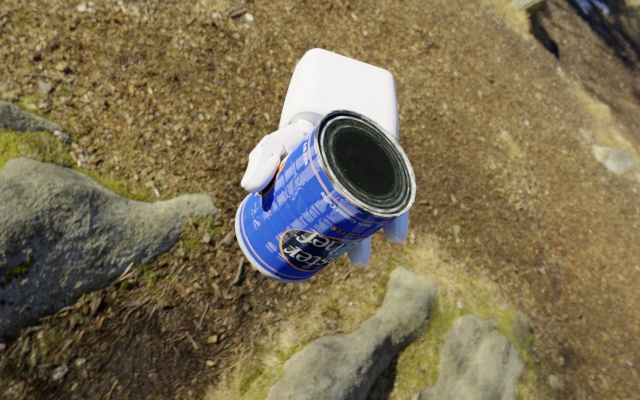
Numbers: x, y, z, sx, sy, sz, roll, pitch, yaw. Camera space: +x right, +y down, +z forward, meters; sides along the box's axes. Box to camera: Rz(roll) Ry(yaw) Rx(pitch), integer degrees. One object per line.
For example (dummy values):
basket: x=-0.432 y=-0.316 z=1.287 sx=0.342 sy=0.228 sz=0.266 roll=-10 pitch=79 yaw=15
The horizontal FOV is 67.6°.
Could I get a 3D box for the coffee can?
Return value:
coffee can: x=0.000 y=0.002 z=0.429 sx=0.103 sy=0.102 sz=0.140 roll=0 pitch=-28 yaw=-39
